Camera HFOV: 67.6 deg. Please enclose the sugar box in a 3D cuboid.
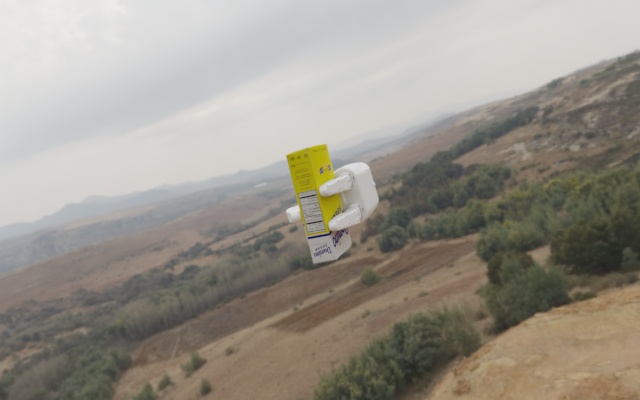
[{"bbox_3d":[0.001,0.002,0.757,0.048,0.176,0.093,-15,6,22],"label":"sugar box"}]
